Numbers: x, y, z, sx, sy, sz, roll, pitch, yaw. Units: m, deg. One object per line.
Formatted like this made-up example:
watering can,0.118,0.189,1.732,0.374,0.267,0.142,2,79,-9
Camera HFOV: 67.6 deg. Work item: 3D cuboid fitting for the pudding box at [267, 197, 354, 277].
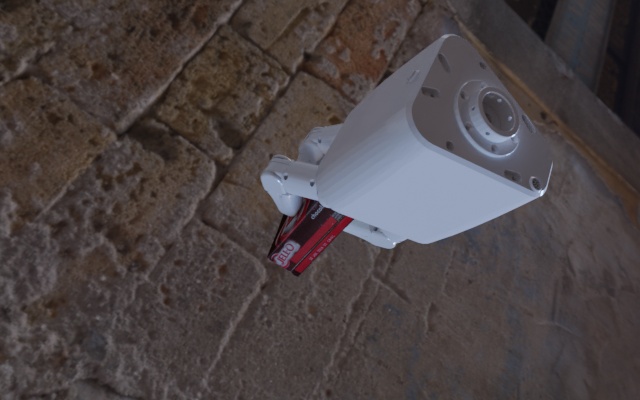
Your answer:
pudding box,0.000,0.001,0.432,0.039,0.090,0.113,36,31,-11
